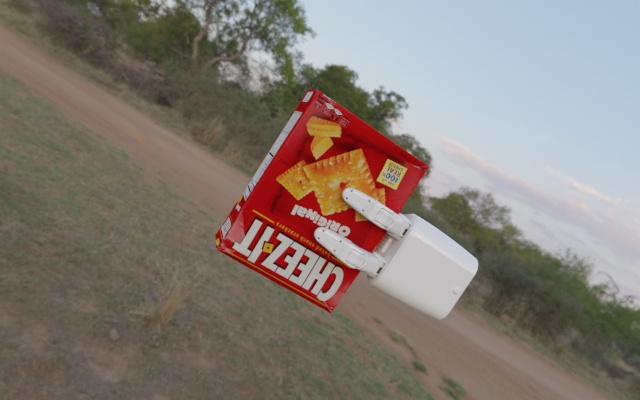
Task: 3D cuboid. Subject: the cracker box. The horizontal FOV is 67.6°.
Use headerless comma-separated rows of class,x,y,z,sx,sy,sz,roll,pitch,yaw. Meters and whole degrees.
cracker box,0.000,0.002,0.571,0.164,0.214,0.072,32,3,-15
